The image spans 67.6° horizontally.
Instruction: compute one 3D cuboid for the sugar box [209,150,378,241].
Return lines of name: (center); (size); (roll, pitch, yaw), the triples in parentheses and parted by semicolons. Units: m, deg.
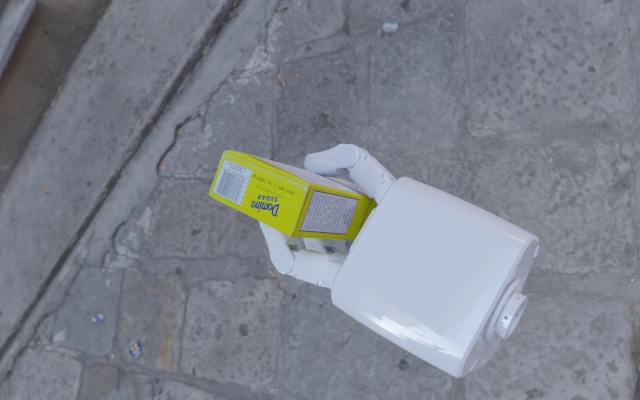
sugar box: (0.000, 0.002, 0.420); (0.093, 0.048, 0.176); (24, 6, 34)
